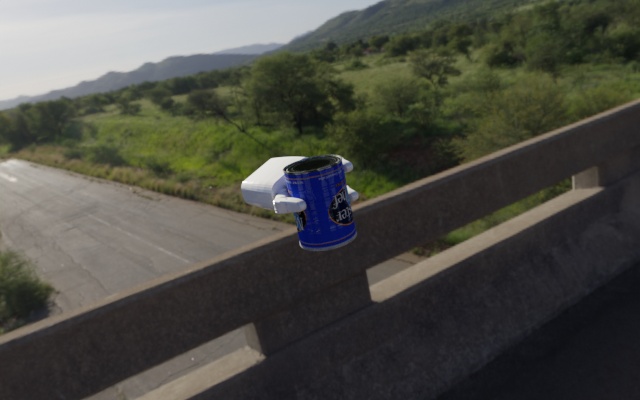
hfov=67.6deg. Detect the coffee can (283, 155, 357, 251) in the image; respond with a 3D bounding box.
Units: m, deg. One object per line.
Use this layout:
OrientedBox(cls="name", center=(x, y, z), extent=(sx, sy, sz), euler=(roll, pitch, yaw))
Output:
OrientedBox(cls="coffee can", center=(0.000, 0.003, 0.820), extent=(0.103, 0.140, 0.102), euler=(-11, 17, 3))
